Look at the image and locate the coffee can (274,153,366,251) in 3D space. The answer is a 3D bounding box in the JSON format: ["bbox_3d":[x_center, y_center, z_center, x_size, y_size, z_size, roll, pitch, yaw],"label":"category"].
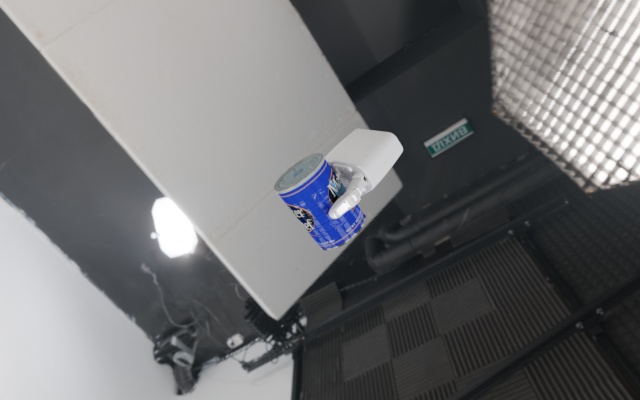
[{"bbox_3d":[0.000,0.003,0.839,0.103,0.140,0.102,-31,22,14],"label":"coffee can"}]
